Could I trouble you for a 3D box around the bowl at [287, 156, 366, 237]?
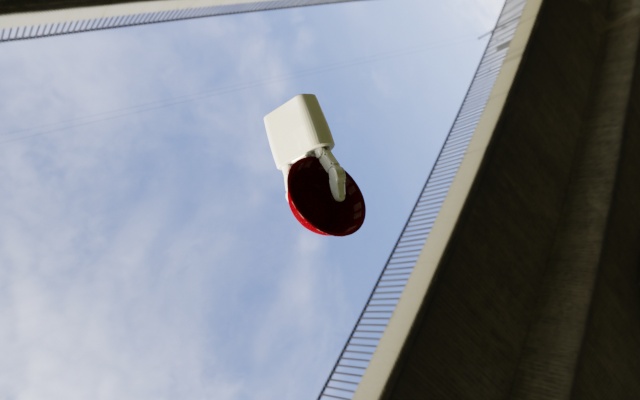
[{"bbox_3d":[0.000,0.004,0.846,0.162,0.162,0.055,0,-30,-37],"label":"bowl"}]
